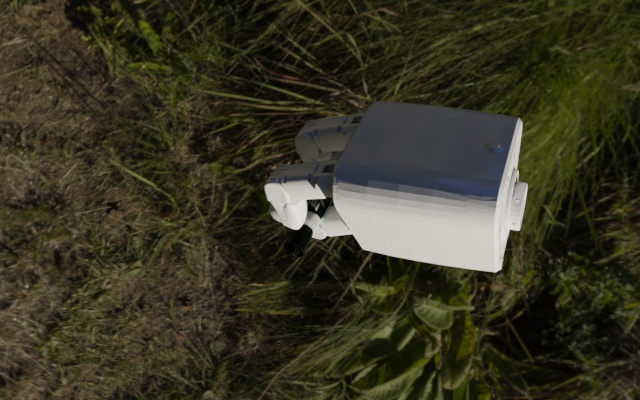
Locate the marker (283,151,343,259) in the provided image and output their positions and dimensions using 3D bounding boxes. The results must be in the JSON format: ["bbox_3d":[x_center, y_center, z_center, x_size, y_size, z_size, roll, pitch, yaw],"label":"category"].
[{"bbox_3d":[0.000,0.001,0.417,0.020,0.121,0.020,19,-37,14],"label":"marker"}]
